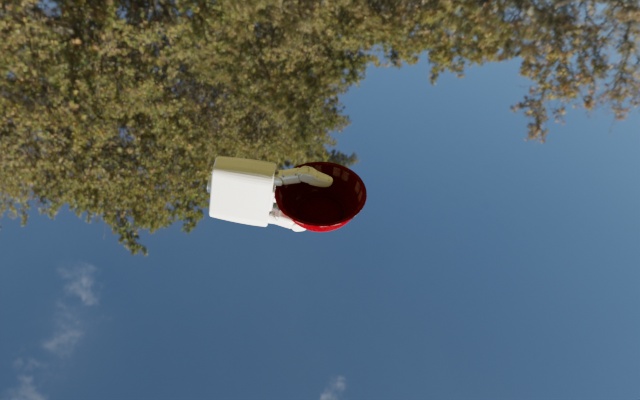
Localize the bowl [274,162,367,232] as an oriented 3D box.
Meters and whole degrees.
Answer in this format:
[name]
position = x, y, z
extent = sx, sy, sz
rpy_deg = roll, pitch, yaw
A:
[bowl]
position = 0.001, 0.003, 0.850
extent = 0.162, 0.162, 0.055
rpy_deg = 0, -45, 0
